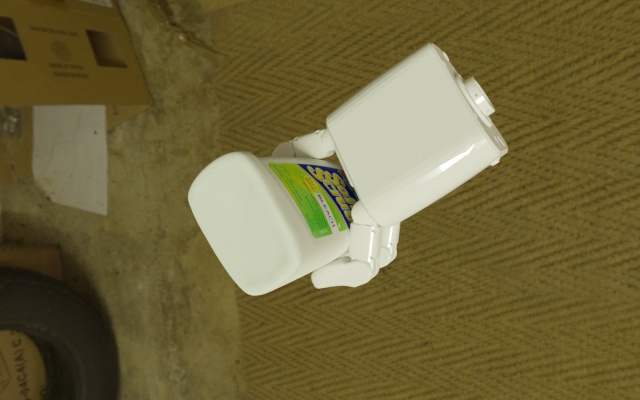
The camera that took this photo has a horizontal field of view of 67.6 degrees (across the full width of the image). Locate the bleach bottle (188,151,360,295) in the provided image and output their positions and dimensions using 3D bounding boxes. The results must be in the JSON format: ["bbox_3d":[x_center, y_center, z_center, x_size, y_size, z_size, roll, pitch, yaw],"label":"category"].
[{"bbox_3d":[0.000,0.002,0.436,0.068,0.102,0.251,-35,-8,26],"label":"bleach bottle"}]
